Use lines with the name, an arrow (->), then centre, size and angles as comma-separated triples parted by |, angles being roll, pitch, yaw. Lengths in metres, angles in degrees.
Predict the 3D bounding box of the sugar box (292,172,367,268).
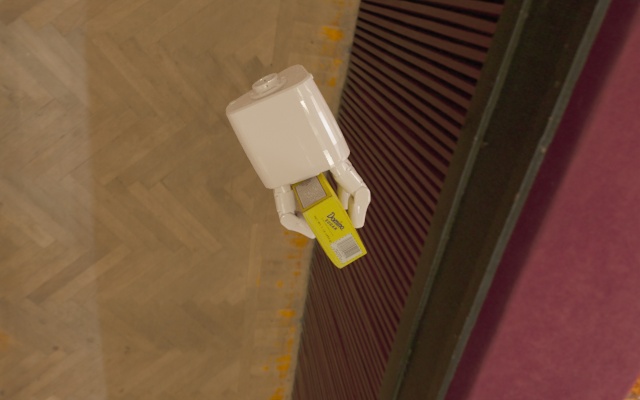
sugar box -> 0.001, 0.002, 0.618 | 0.048, 0.093, 0.176 | -29, 28, 4
